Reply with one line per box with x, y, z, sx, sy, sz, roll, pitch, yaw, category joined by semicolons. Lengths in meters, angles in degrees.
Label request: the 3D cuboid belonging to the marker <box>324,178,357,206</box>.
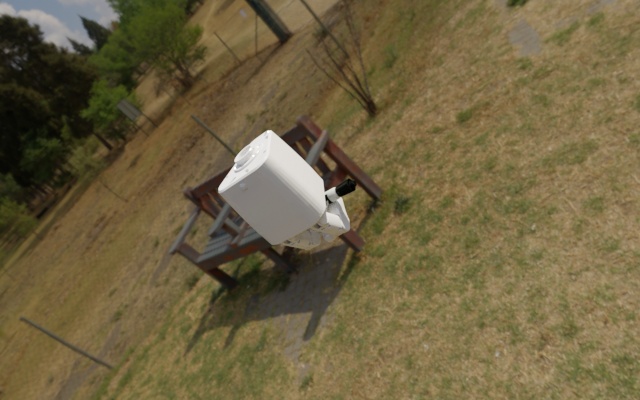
0.000;0.002;0.659;0.121;0.020;0.020;-30;-16;31;marker
